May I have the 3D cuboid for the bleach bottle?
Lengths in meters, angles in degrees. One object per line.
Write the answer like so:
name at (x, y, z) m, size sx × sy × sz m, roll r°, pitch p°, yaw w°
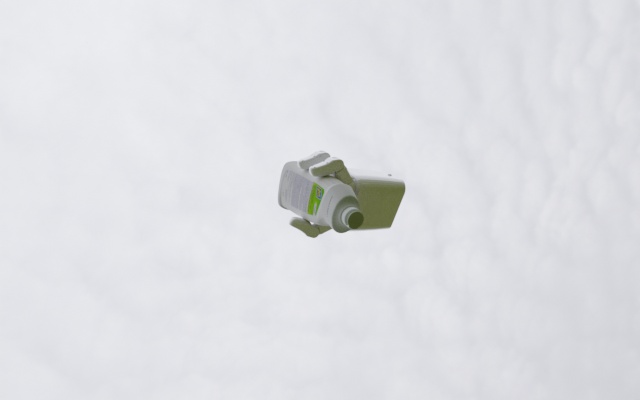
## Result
bleach bottle at (0.000, 0.003, 0.832) m, size 0.068 × 0.102 × 0.250 m, roll 1°, pitch 16°, yaw -26°
